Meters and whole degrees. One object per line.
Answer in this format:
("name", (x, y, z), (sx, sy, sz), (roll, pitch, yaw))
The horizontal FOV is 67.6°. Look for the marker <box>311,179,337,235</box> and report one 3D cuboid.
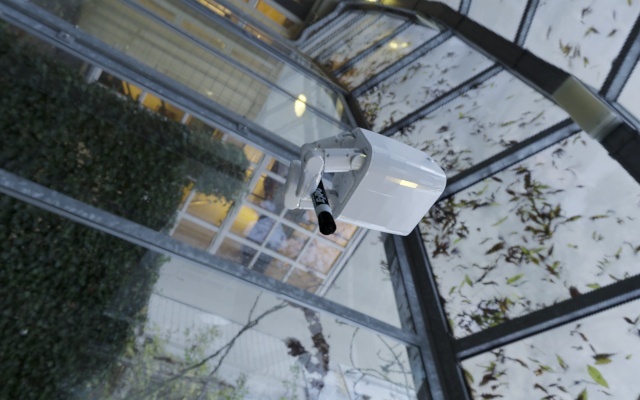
("marker", (0.000, 0.002, 0.544), (0.020, 0.020, 0.121), (0, 29, -10))
